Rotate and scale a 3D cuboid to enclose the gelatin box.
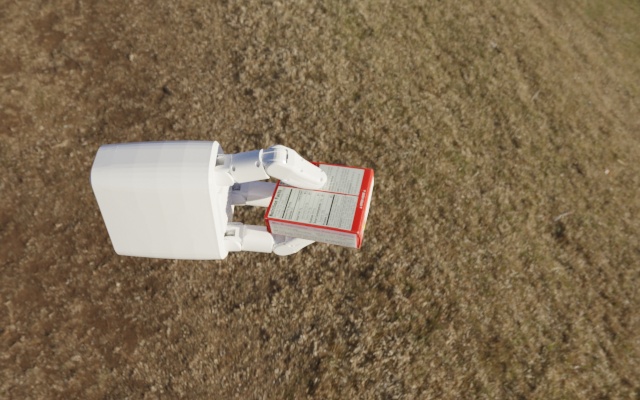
[{"bbox_3d":[0.000,0.001,0.445,0.089,0.073,0.030,8,-35,11],"label":"gelatin box"}]
